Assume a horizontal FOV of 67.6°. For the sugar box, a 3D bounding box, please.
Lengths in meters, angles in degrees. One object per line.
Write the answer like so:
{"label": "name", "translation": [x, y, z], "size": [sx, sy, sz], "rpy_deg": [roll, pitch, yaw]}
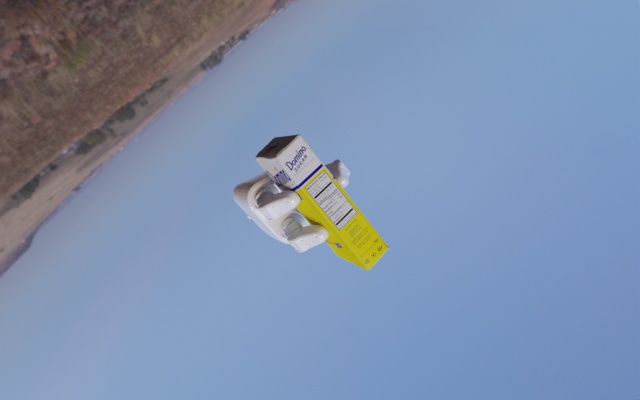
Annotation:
{"label": "sugar box", "translation": [0.000, 0.002, 0.573], "size": [0.176, 0.048, 0.093], "rpy_deg": [48, -13, -19]}
